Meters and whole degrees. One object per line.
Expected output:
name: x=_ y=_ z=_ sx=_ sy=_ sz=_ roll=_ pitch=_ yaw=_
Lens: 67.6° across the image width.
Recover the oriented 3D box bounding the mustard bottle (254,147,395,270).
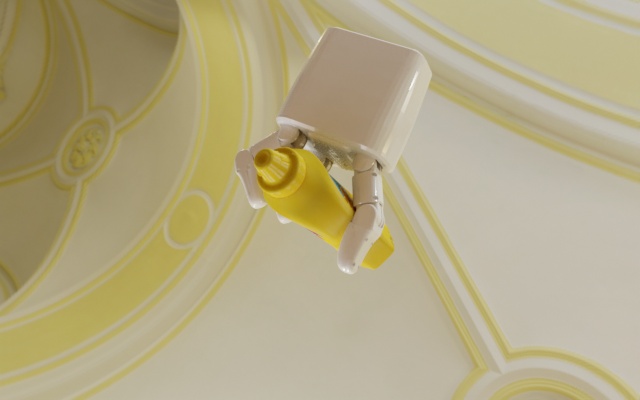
mustard bottle: x=0.000 y=0.002 z=0.442 sx=0.096 sy=0.058 sz=0.192 roll=49 pitch=6 yaw=35
